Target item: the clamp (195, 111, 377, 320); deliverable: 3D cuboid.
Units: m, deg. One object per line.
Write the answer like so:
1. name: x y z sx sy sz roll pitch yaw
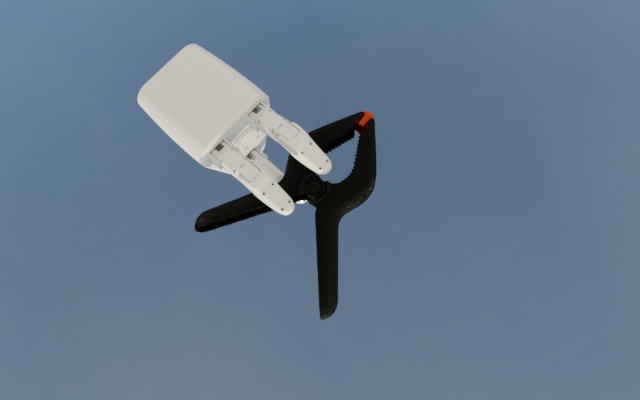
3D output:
1. clamp: 0.000 0.001 0.486 0.164 0.210 0.036 40 -12 10
